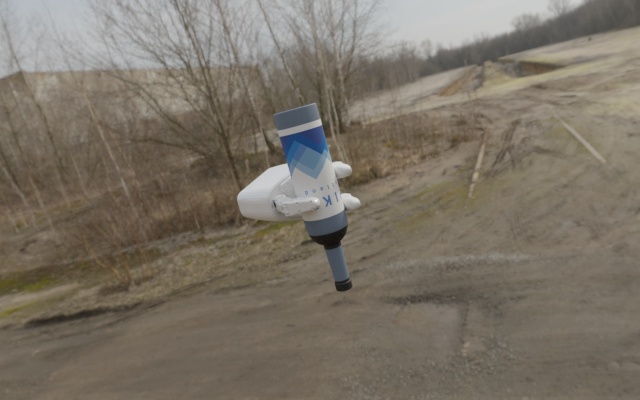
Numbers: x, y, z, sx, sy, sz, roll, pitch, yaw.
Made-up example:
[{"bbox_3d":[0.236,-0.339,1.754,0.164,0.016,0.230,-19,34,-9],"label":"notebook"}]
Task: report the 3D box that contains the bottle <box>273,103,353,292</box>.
[{"bbox_3d":[0.000,0.002,0.739,0.069,0.296,0.069,-15,12,3],"label":"bottle"}]
